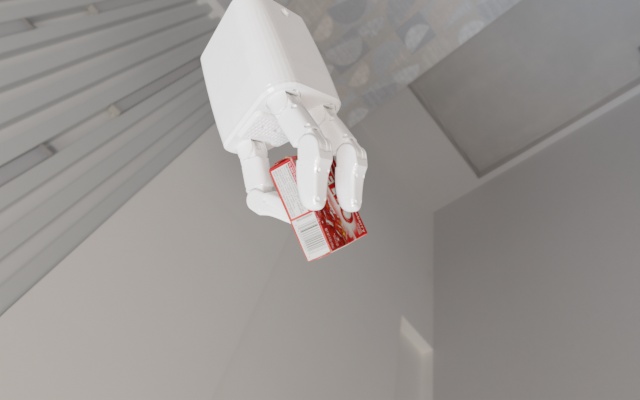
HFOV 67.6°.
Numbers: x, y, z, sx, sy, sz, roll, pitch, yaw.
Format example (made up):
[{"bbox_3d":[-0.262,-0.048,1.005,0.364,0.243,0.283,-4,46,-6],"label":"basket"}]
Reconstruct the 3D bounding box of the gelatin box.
[{"bbox_3d":[0.000,0.002,0.428,0.030,0.089,0.073,-25,-4,30],"label":"gelatin box"}]
